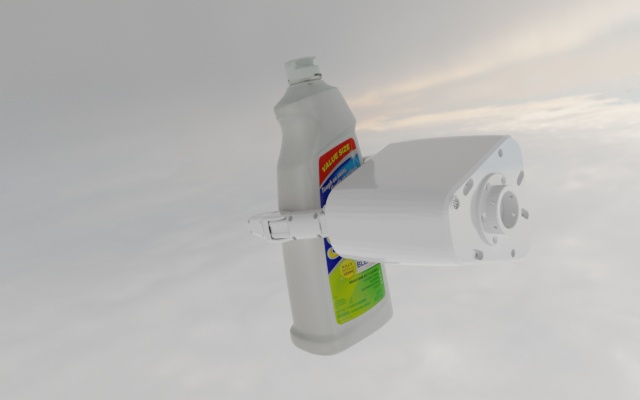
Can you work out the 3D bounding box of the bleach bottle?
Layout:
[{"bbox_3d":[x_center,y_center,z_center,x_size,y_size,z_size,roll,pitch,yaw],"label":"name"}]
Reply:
[{"bbox_3d":[0.000,0.001,0.431,0.102,0.251,0.068,-19,12,-39],"label":"bleach bottle"}]
